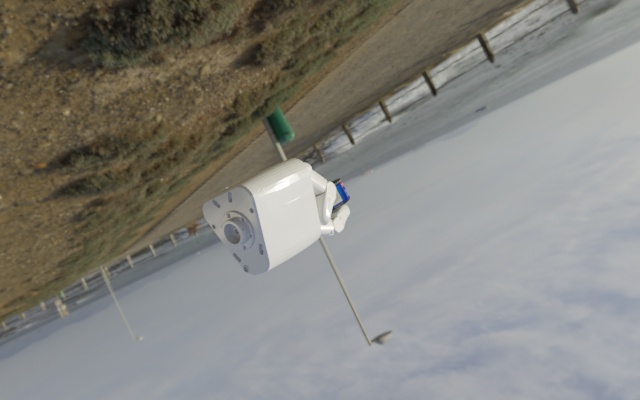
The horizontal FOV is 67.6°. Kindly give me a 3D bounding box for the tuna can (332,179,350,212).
[{"bbox_3d":[0.000,0.003,0.706,0.086,0.034,0.086,-29,5,3],"label":"tuna can"}]
